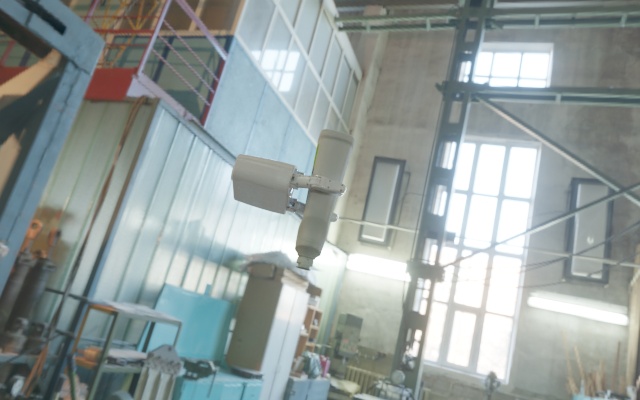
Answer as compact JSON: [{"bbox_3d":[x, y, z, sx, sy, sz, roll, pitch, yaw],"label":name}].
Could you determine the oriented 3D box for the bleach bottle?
[{"bbox_3d":[0.000,0.003,0.879,0.068,0.250,0.102,15,-15,0],"label":"bleach bottle"}]
